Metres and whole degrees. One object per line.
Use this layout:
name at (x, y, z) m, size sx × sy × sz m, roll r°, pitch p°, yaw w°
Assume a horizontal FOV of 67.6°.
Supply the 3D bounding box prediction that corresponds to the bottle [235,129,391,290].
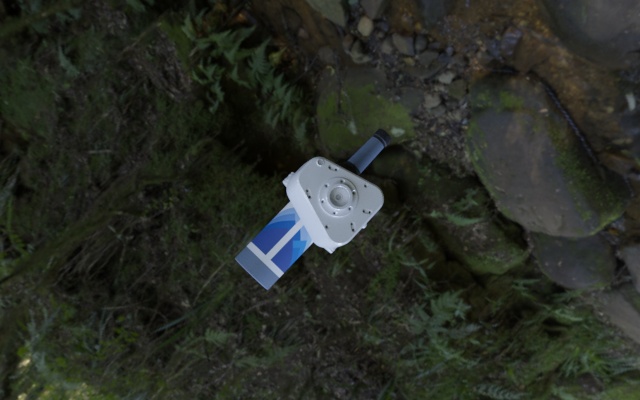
bottle at (0.000, 0.003, 0.717) m, size 0.069 × 0.295 × 0.069 m, roll 42°, pitch -10°, yaw 9°
